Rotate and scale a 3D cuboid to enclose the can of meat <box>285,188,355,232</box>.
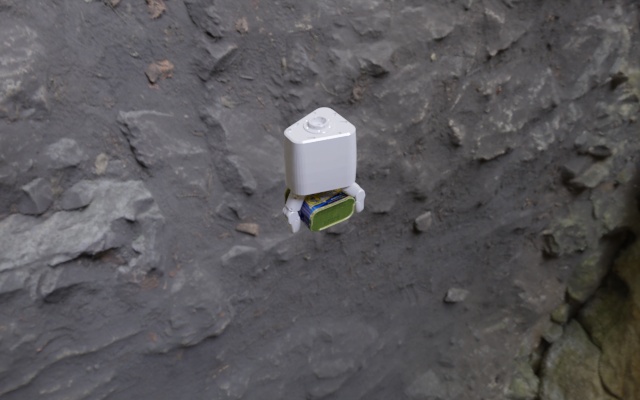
[{"bbox_3d":[0.000,0.003,0.862,0.102,0.057,0.084,-22,46,-26],"label":"can of meat"}]
